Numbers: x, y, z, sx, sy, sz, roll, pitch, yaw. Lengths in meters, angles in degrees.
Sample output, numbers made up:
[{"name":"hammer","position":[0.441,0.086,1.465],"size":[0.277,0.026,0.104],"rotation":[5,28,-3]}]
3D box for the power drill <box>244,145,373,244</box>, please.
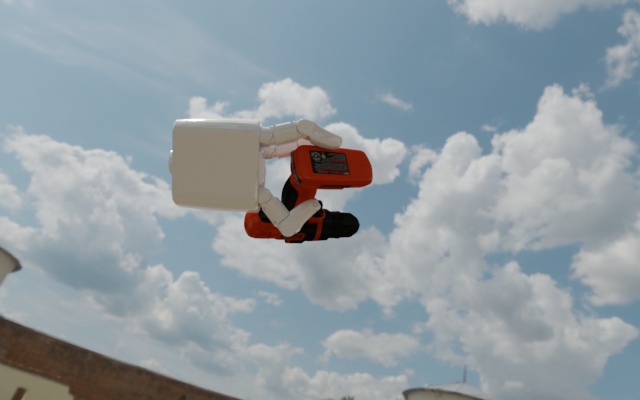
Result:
[{"name":"power drill","position":[0.000,0.002,0.673],"size":[0.184,0.057,0.188],"rotation":[1,-33,-24]}]
